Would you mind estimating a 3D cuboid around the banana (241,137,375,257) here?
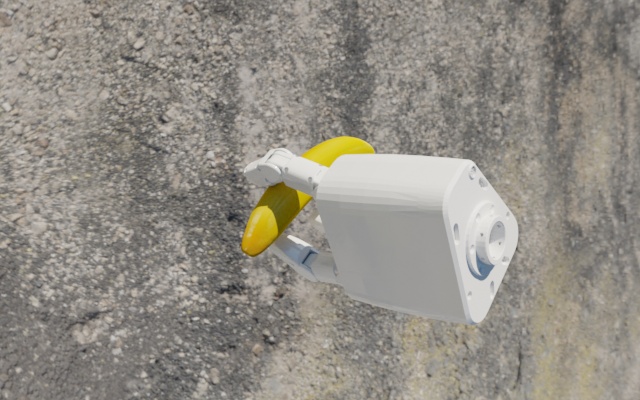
[{"bbox_3d":[-0.001,-0.017,0.446,0.037,0.070,0.197,9,27,40],"label":"banana"}]
